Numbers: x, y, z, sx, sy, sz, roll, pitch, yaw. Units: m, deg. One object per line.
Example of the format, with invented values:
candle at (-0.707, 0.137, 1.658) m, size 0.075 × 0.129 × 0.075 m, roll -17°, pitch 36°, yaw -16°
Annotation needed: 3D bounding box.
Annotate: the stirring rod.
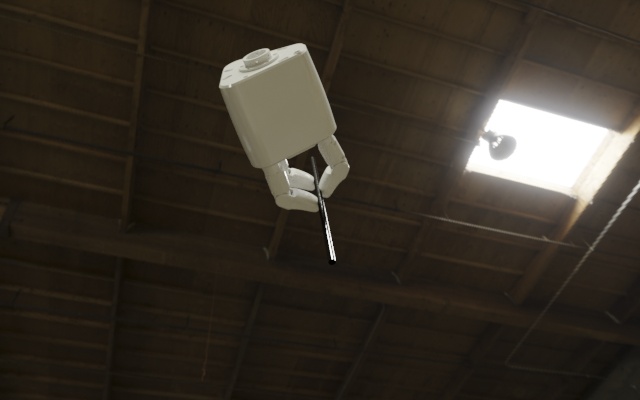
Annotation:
stirring rod at (0.000, 0.002, 0.607) m, size 0.011 × 0.011 × 0.239 m, roll 0°, pitch 32°, yaw -7°
